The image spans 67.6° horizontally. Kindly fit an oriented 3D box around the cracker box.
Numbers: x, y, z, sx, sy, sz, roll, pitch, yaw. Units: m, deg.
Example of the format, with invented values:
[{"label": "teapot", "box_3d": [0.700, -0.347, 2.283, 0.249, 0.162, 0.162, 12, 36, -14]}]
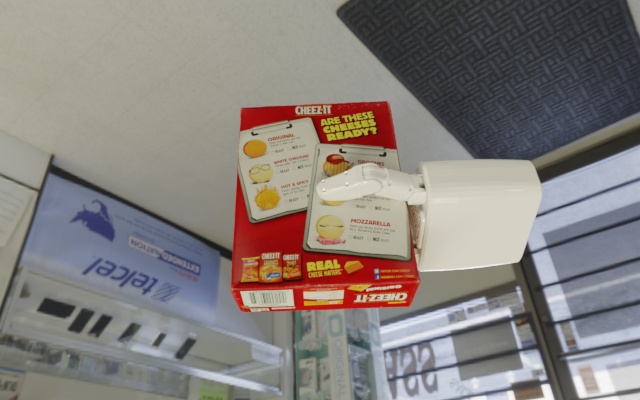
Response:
[{"label": "cracker box", "box_3d": [0.000, 0.002, 0.485, 0.164, 0.213, 0.072, -3, -34, -1]}]
